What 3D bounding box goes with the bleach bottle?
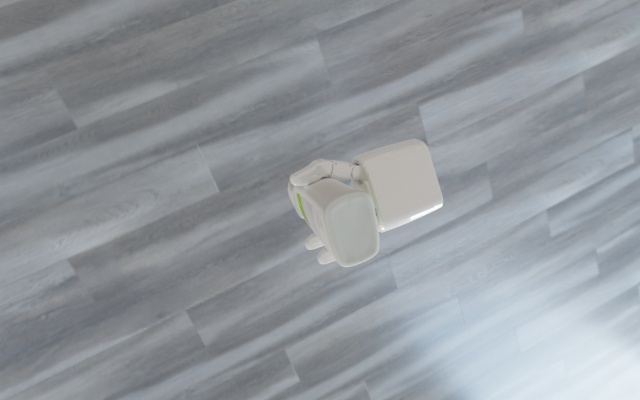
[{"bbox_3d":[0.000,0.002,0.701,0.068,0.103,0.250,-20,23,-14],"label":"bleach bottle"}]
